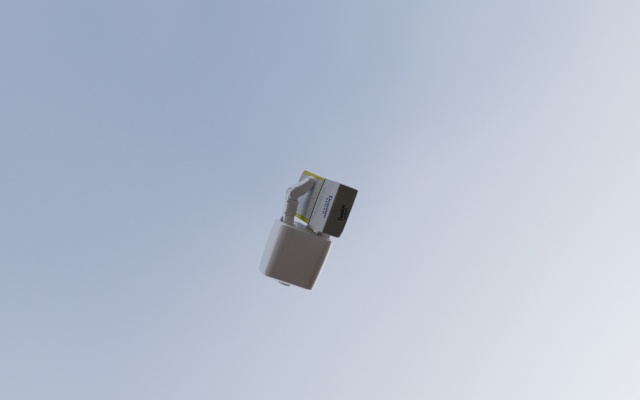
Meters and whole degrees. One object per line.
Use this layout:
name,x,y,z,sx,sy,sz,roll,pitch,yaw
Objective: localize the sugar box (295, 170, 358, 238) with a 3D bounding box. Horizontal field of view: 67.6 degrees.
sugar box,0.001,0.003,0.897,0.048,0.093,0.176,19,3,-28
